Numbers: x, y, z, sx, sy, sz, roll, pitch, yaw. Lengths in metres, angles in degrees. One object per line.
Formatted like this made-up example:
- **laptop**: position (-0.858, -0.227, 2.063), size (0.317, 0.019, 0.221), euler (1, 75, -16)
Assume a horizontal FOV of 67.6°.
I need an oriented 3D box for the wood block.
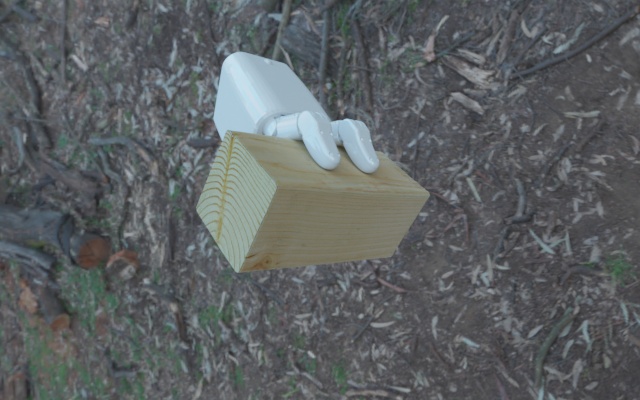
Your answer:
- **wood block**: position (0.000, 0.002, 0.471), size (0.206, 0.091, 0.090), euler (1, 36, -44)
